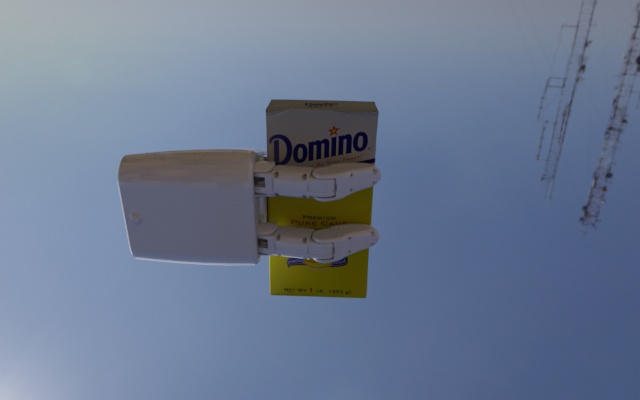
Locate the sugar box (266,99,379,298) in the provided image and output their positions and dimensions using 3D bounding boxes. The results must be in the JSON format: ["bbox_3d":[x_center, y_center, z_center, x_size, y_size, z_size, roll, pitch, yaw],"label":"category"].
[{"bbox_3d":[0.000,0.002,0.426,0.093,0.176,0.048,1,24,1],"label":"sugar box"}]
